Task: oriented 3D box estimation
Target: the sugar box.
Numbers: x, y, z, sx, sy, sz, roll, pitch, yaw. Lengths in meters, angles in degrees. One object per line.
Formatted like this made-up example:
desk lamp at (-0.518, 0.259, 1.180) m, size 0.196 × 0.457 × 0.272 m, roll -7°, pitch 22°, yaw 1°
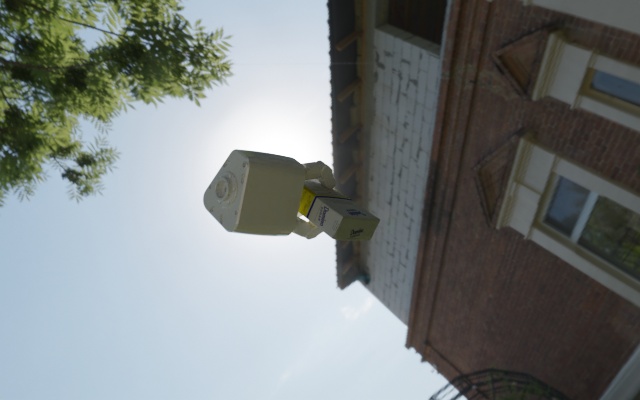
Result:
sugar box at (0.000, 0.003, 0.761) m, size 0.093 × 0.048 × 0.176 m, roll 6°, pitch 26°, yaw -47°
